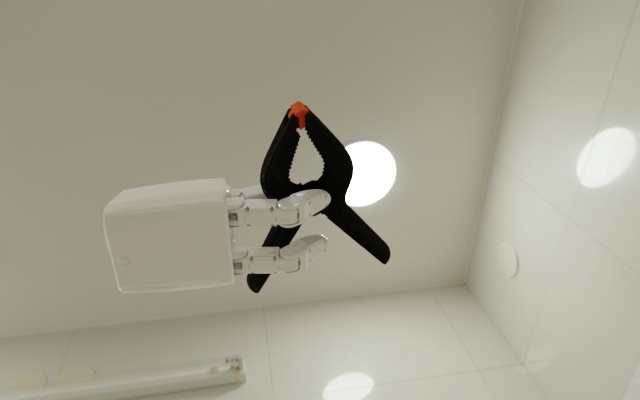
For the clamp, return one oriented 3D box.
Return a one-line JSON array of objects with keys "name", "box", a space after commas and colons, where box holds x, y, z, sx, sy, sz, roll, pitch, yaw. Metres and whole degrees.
[{"name": "clamp", "box": [0.000, 0.001, 0.498, 0.164, 0.210, 0.036, -6, 30, -12]}]
